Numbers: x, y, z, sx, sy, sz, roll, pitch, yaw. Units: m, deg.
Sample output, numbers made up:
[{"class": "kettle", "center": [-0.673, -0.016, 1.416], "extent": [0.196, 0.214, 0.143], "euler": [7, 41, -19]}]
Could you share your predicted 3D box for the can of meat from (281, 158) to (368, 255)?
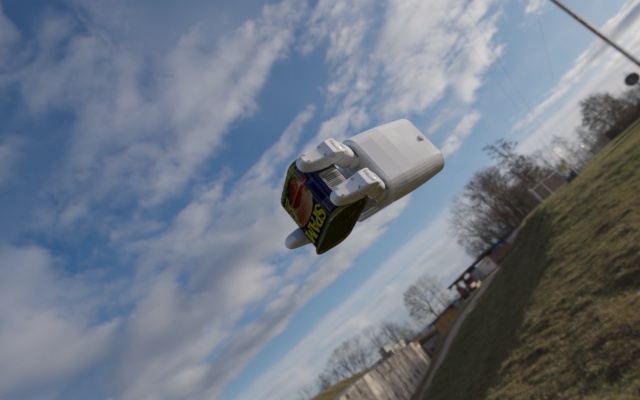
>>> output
[{"class": "can of meat", "center": [0.000, 0.002, 0.572], "extent": [0.057, 0.084, 0.102], "euler": [-28, -23, -30]}]
